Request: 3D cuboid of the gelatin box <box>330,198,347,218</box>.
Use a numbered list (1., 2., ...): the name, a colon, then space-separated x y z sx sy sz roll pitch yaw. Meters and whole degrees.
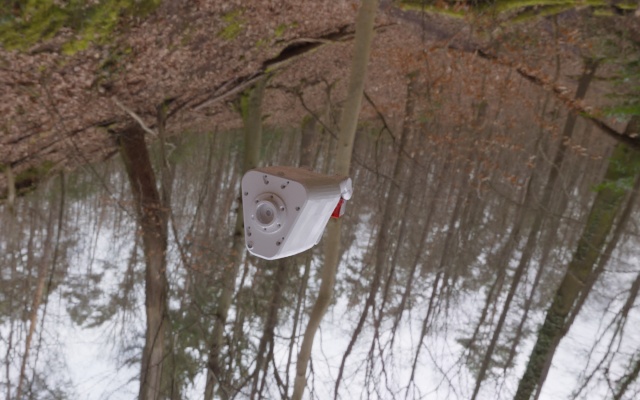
1. gelatin box: 0.000 0.003 0.740 0.073 0.030 0.089 14 4 7
